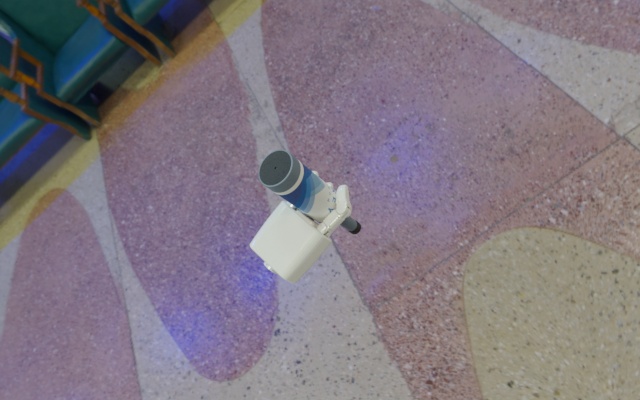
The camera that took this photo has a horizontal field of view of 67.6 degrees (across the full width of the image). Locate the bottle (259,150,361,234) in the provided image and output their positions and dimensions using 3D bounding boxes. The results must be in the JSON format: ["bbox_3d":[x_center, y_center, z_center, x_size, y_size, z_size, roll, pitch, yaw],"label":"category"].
[{"bbox_3d":[0.000,0.003,0.877,0.069,0.069,0.296,0,-22,32],"label":"bottle"}]
